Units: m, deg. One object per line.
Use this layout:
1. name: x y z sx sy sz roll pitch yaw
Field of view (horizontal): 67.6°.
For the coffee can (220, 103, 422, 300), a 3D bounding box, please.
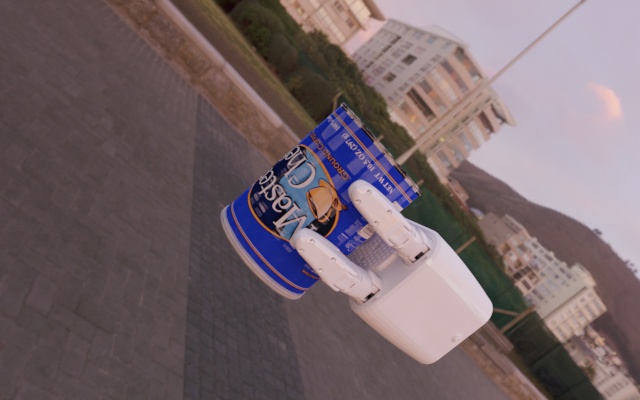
1. coffee can: 0.000 0.001 0.412 0.140 0.103 0.103 -41 -7 8
